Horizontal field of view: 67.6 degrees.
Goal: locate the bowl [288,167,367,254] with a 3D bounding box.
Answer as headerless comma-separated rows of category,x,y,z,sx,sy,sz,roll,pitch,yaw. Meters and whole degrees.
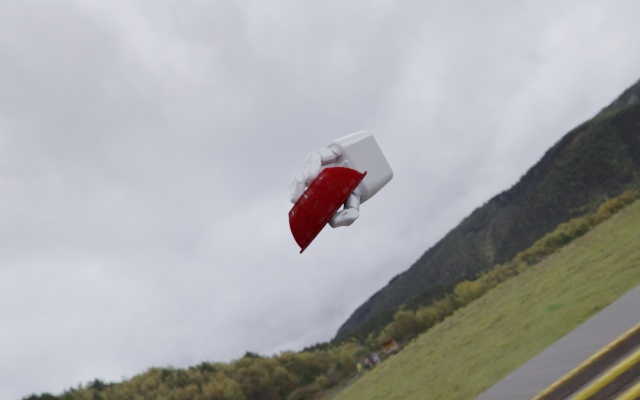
bowl,-0.001,0.003,0.724,0.055,0.162,0.162,39,0,0
